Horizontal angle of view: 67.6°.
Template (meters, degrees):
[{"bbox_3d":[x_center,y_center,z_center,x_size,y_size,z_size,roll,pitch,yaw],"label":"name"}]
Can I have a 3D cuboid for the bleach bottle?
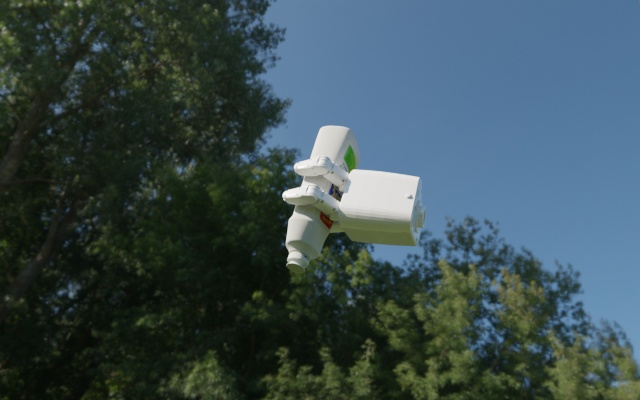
[{"bbox_3d":[0.000,0.002,0.757,0.068,0.250,0.103,6,-35,19],"label":"bleach bottle"}]
